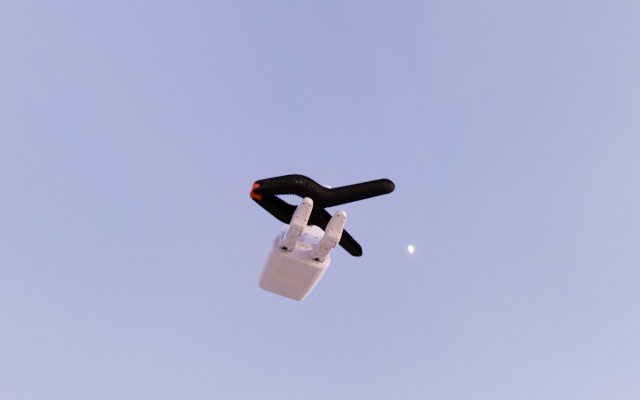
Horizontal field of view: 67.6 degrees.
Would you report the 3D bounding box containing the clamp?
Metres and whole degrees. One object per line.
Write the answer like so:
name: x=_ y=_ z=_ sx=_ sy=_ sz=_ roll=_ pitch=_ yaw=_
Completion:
clamp: x=0.000 y=0.002 z=0.730 sx=0.210 sy=0.165 sz=0.036 roll=20 pitch=40 yaw=-10
